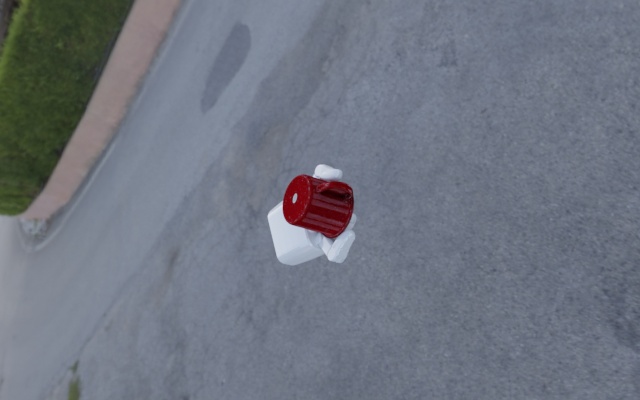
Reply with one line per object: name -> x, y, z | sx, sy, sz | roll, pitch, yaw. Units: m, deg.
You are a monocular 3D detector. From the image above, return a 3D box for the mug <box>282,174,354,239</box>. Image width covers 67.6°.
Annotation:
mug -> 0.001, 0.002, 0.746 | 0.081, 0.093, 0.117 | 17, -32, -33
